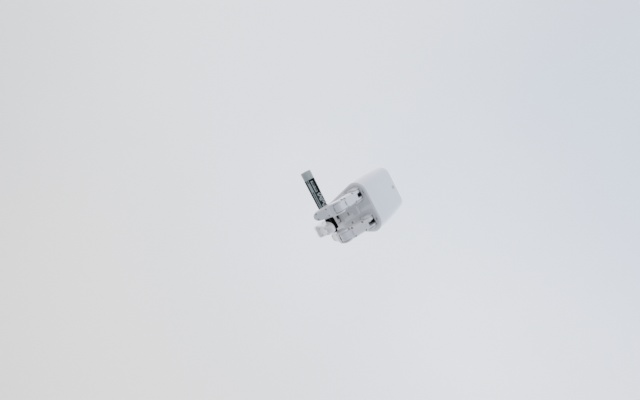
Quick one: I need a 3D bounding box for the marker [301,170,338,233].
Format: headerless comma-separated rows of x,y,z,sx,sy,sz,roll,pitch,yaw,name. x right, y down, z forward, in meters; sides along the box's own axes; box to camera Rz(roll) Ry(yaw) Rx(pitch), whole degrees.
0.000,0.003,0.853,0.020,0.121,0.020,-27,7,3,marker
